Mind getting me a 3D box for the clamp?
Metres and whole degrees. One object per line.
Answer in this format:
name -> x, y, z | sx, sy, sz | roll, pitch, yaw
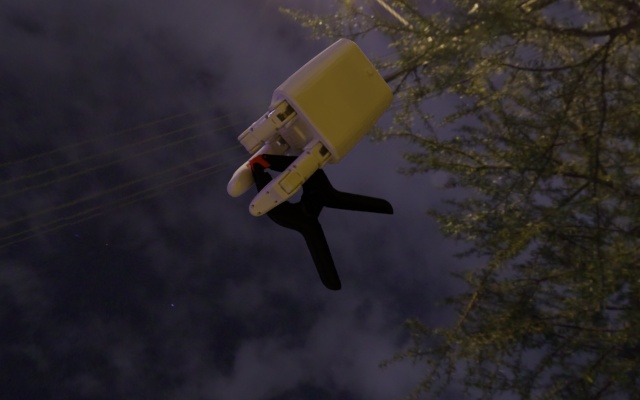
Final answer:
clamp -> 0.000, 0.002, 0.530 | 0.120, 0.171, 0.039 | -46, 14, -21
